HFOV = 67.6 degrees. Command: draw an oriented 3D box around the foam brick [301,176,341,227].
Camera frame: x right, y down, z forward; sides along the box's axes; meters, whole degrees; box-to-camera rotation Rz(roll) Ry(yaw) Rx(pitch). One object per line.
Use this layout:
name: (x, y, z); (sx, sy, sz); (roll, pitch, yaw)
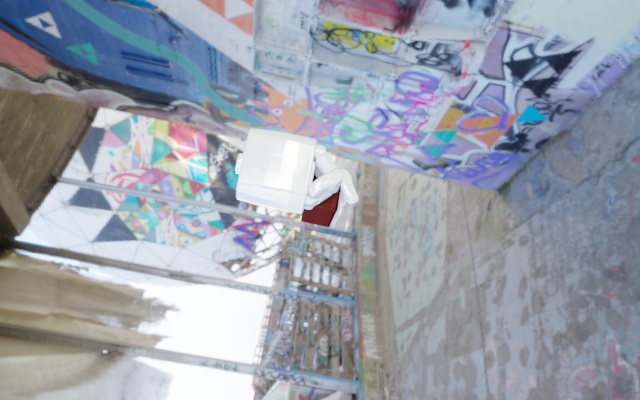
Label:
foam brick: (0.000, 0.003, 0.800); (0.051, 0.053, 0.078); (11, -28, -5)
